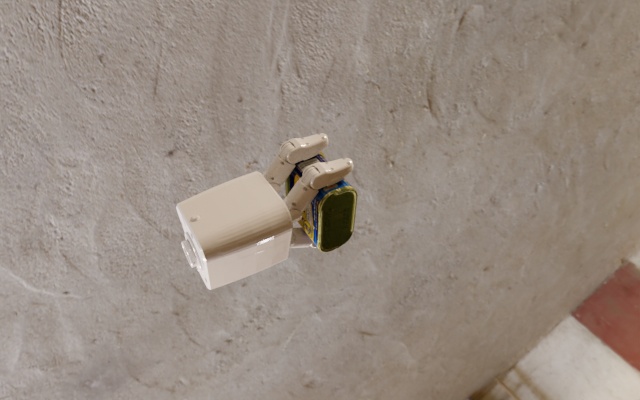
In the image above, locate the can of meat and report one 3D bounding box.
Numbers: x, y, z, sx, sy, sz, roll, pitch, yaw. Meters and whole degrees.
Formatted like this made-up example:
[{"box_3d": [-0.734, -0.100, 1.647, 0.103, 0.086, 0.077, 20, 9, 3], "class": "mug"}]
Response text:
[{"box_3d": [0.000, 0.002, 0.598, 0.057, 0.102, 0.084, -20, 46, -23], "class": "can of meat"}]
